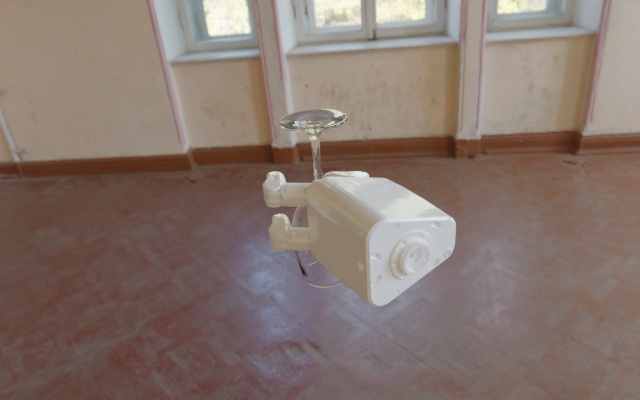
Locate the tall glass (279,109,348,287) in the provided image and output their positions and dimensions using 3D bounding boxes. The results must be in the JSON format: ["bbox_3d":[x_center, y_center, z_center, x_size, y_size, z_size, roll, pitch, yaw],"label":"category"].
[{"bbox_3d":[0.000,0.001,0.555,0.079,0.201,0.079,-4,27,2],"label":"tall glass"}]
